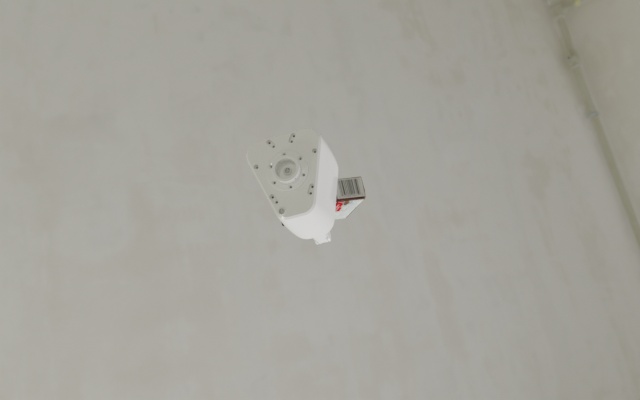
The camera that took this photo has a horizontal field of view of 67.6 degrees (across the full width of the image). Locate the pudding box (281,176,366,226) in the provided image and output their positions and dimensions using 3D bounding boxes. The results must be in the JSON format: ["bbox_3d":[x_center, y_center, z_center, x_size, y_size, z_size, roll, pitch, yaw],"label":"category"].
[{"bbox_3d":[0.000,0.002,0.719,0.113,0.039,0.090,-5,-19,-19],"label":"pudding box"}]
